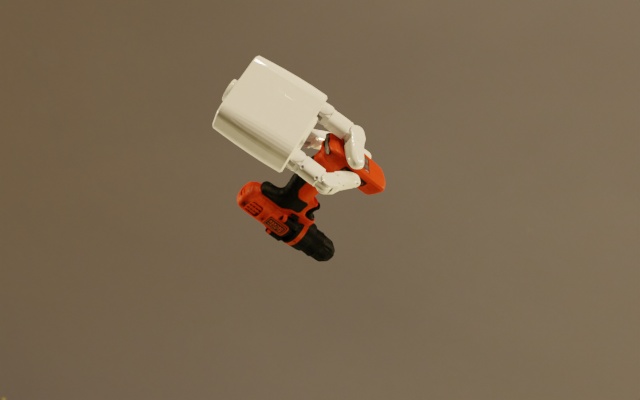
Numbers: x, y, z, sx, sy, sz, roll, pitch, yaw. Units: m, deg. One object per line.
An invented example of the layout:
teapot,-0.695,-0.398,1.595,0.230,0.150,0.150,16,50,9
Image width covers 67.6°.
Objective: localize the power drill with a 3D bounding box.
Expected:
power drill,0.000,0.002,0.695,0.188,0.057,0.184,-37,-59,27
